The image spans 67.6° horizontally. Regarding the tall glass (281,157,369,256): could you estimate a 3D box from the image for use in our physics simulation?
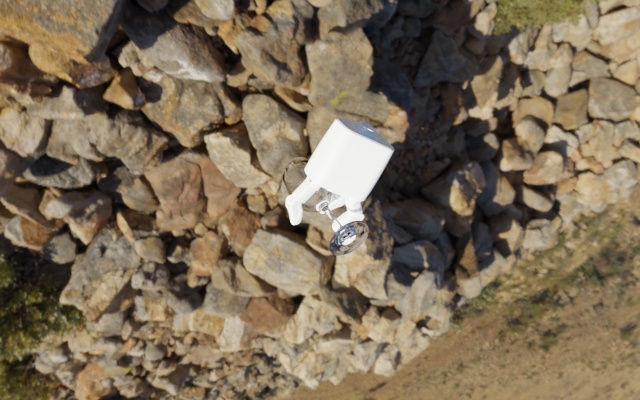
[{"bbox_3d":[0.000,0.003,0.837,0.079,0.079,0.201,0,36,-36],"label":"tall glass"}]
